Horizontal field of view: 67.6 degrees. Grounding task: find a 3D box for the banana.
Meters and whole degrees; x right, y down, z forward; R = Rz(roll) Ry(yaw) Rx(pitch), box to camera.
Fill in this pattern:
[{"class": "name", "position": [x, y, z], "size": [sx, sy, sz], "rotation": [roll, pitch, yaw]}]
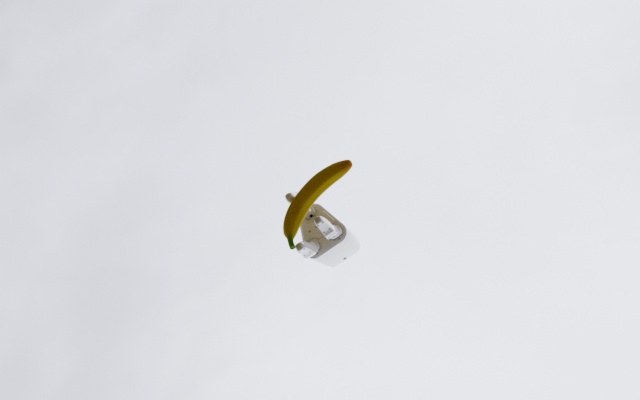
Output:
[{"class": "banana", "position": [-0.015, -0.002, 0.897], "size": [0.069, 0.198, 0.037], "rotation": [30, -6, 33]}]
